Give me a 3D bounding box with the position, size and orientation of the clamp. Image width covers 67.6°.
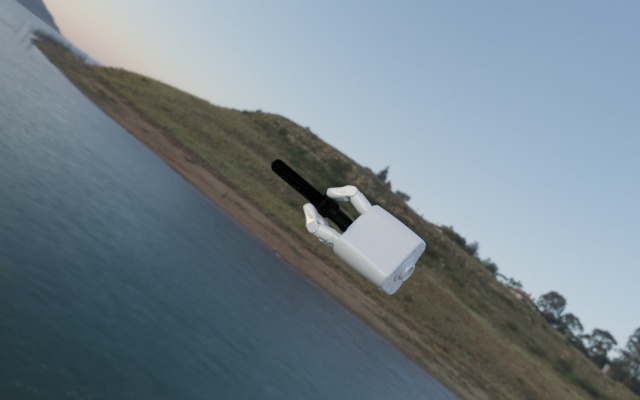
[{"bbox_3d":[0.001,0.003,0.881,0.164,0.036,0.210,39,-3,29],"label":"clamp"}]
